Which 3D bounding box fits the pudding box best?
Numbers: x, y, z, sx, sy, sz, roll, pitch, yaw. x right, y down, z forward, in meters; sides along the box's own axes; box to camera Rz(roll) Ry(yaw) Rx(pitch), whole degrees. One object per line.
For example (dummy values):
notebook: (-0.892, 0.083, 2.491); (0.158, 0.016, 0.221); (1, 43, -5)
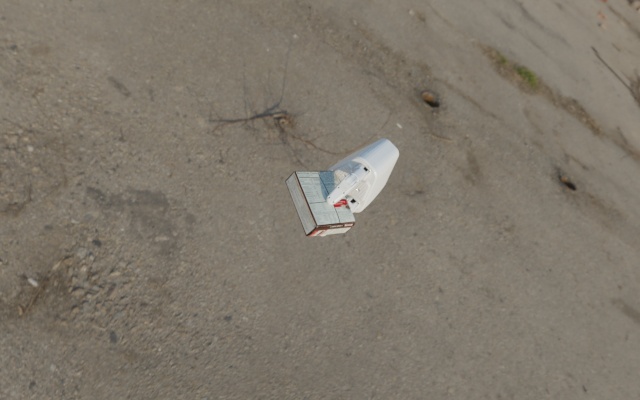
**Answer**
pudding box: (0.000, 0.003, 0.820); (0.090, 0.113, 0.039); (-4, -30, -38)
